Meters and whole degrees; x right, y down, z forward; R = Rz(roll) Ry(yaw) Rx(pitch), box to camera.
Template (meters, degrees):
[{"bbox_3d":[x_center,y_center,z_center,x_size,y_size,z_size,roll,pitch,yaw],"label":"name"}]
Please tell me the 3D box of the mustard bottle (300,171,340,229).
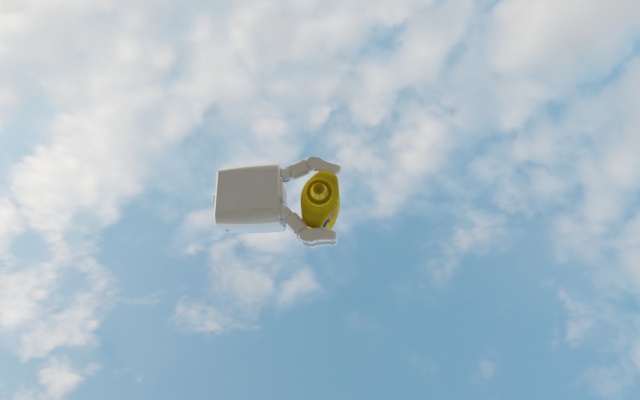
[{"bbox_3d":[0.000,0.003,0.789,0.058,0.096,0.192,20,-11,7],"label":"mustard bottle"}]
